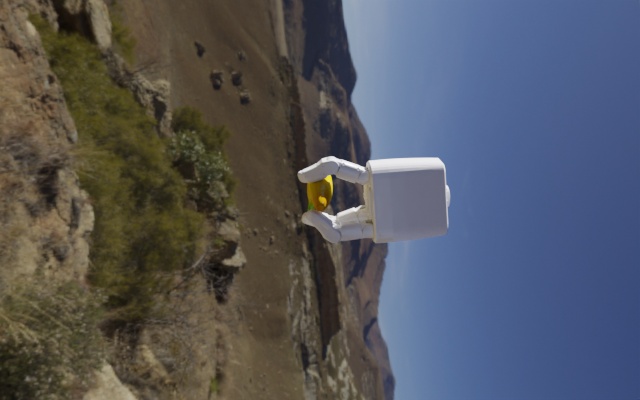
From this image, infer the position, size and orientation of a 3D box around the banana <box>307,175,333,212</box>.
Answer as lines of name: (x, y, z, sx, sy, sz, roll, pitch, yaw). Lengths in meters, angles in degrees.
banana: (-0.001, -0.016, 0.742, 0.037, 0.069, 0.198, -2, -2, -3)
